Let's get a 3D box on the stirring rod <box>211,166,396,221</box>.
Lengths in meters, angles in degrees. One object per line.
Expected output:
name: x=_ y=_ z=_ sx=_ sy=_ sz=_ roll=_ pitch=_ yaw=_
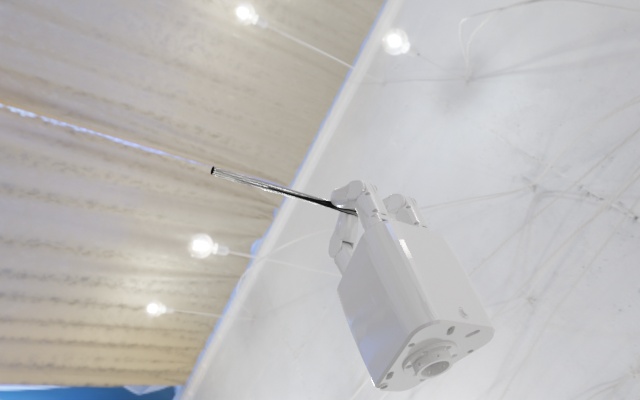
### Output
stirring rod: x=0.000 y=0.002 z=0.494 sx=0.239 sy=0.011 sz=0.011 roll=16 pitch=-9 yaw=-33
